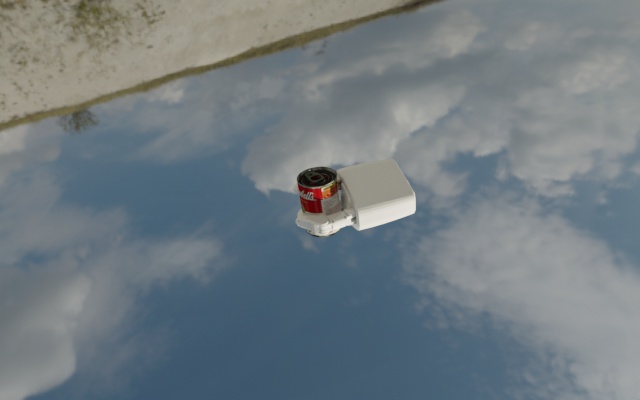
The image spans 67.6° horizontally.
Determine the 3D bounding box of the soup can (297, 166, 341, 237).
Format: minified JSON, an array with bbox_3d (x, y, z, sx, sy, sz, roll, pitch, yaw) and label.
[{"bbox_3d":[0.000,0.003,0.812,0.068,0.102,0.068,-6,32,4],"label":"soup can"}]
